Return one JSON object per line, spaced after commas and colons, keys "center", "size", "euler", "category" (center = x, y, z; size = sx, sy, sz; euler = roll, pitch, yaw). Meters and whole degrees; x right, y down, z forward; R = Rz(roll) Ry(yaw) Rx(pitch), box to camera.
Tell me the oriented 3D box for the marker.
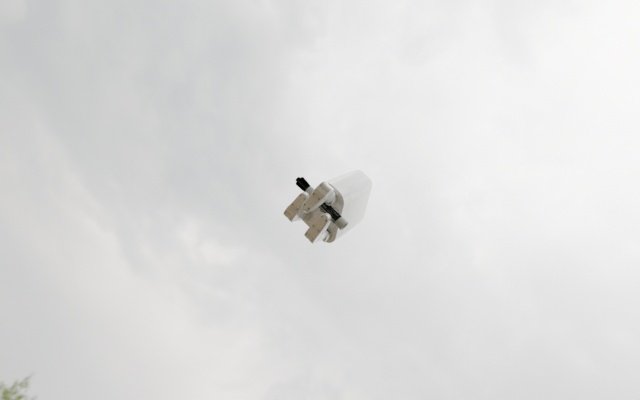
{"center": [0.000, 0.003, 0.823], "size": [0.121, 0.020, 0.020], "euler": [45, 15, 16], "category": "marker"}
